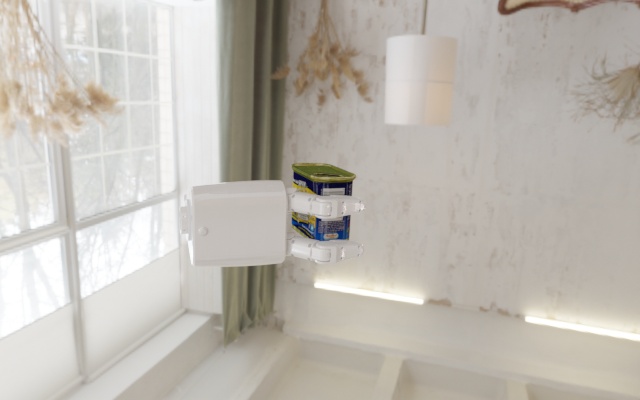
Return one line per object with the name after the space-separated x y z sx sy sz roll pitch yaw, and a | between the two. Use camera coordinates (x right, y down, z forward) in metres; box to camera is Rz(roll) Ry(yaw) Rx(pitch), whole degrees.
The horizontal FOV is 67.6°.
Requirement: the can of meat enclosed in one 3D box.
0.000 0.002 0.599 0.057 0.084 0.102 -3 14 -23 | can of meat
